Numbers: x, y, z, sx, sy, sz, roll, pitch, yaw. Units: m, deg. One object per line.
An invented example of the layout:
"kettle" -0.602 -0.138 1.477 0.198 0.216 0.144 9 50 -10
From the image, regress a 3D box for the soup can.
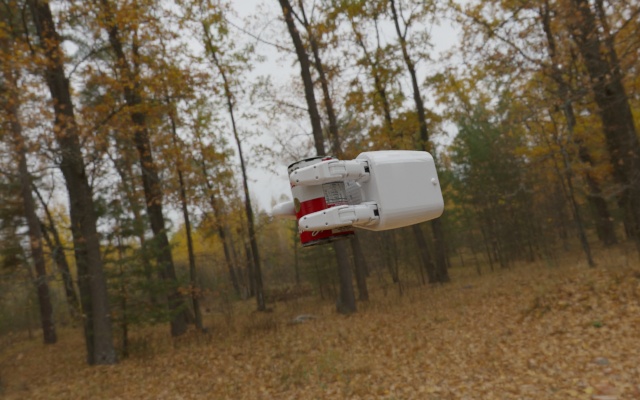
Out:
"soup can" 0.000 0.002 0.596 0.068 0.102 0.068 -11 -8 -2
